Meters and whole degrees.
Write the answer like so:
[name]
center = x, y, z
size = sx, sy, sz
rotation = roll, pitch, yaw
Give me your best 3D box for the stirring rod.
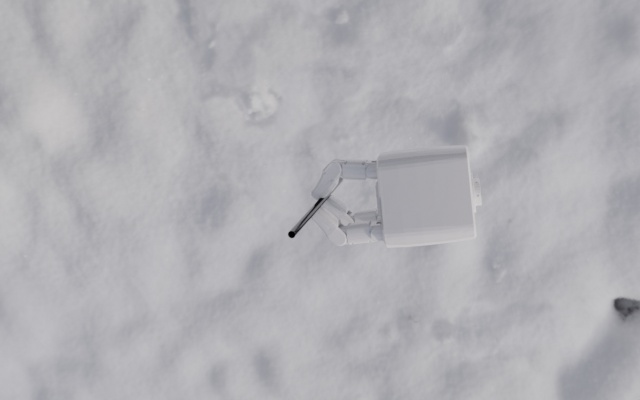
[stirring rod]
center = 0.000, 0.002, 0.601
size = 0.011, 0.011, 0.239
rotation = 0, 16, 15
